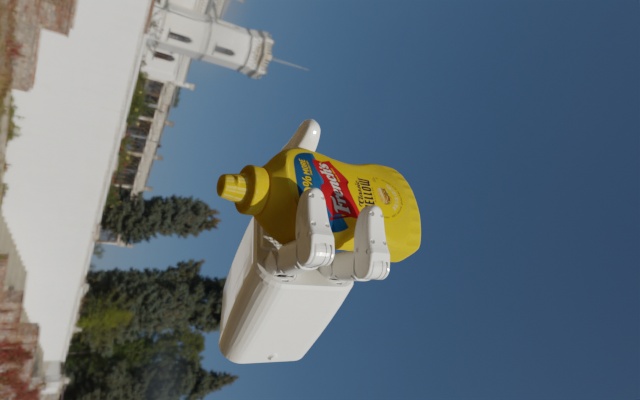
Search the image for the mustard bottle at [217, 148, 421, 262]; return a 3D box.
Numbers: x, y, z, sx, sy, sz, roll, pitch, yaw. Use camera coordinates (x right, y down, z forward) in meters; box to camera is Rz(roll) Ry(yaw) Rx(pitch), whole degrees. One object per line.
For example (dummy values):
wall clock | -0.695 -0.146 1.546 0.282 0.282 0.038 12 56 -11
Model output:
mustard bottle | 0.000 0.001 0.427 0.191 0.096 0.058 9 -33 -33
